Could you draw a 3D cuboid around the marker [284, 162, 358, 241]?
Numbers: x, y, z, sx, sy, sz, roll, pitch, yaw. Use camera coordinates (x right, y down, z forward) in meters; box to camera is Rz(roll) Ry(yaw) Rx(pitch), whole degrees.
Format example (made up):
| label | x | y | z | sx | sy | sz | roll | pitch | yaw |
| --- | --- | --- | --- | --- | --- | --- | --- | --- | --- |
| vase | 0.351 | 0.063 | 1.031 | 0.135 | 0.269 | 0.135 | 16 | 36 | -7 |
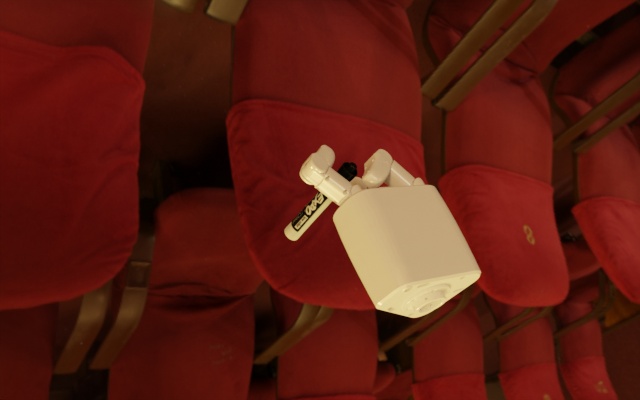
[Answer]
| label | x | y | z | sx | sy | sz | roll | pitch | yaw |
| --- | --- | --- | --- | --- | --- | --- | --- | --- | --- |
| marker | 0.000 | 0.002 | 0.514 | 0.020 | 0.020 | 0.121 | 0 | -38 | -45 |
